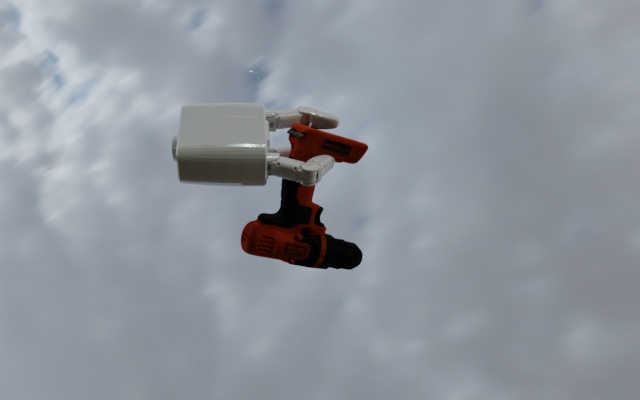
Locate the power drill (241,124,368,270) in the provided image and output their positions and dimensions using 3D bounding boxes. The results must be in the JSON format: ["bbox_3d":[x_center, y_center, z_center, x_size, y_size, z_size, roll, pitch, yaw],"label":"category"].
[{"bbox_3d":[0.000,0.002,0.649,0.184,0.187,0.057,13,8,-30],"label":"power drill"}]
